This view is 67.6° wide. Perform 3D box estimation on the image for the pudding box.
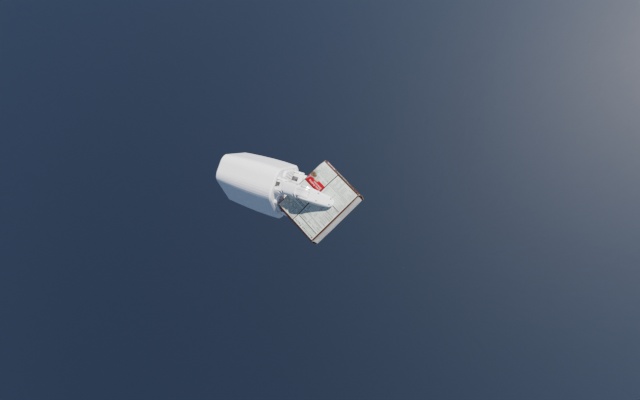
[{"bbox_3d":[0.000,0.003,0.796,0.113,0.090,0.039,-44,-17,4],"label":"pudding box"}]
